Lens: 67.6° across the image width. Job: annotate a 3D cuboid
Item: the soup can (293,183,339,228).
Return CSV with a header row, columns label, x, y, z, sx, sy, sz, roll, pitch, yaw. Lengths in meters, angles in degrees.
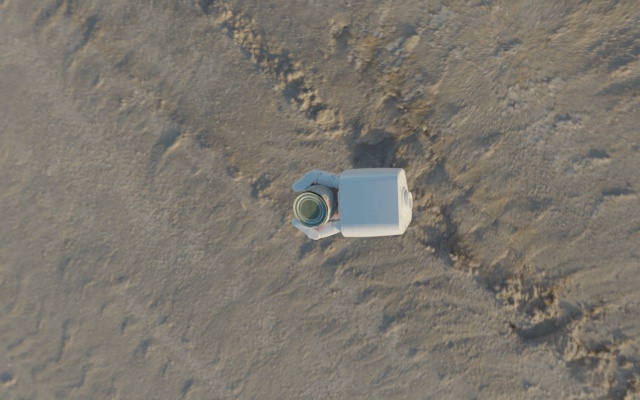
label,x,y,z,sx,sy,sz,roll,pitch,yaw
soup can,0.000,0.003,0.860,0.068,0.068,0.102,0,16,22
